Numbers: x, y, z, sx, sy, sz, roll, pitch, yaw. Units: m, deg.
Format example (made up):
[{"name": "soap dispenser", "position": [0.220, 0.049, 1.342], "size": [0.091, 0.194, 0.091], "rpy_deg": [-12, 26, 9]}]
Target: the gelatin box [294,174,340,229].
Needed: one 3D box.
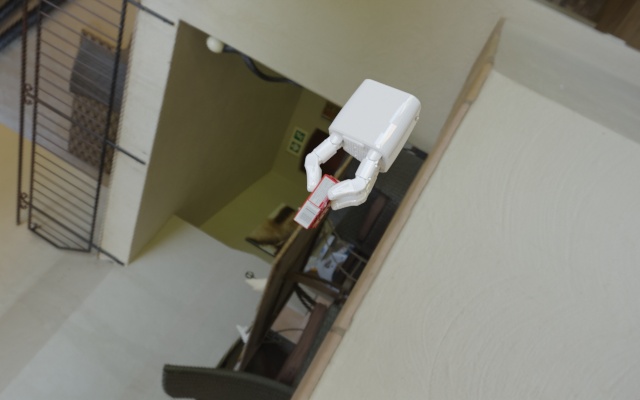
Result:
[{"name": "gelatin box", "position": [0.000, 0.003, 0.761], "size": [0.030, 0.089, 0.073], "rpy_deg": [36, 4, 8]}]
